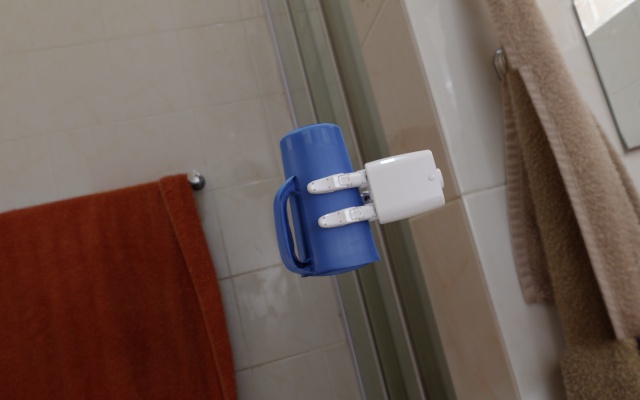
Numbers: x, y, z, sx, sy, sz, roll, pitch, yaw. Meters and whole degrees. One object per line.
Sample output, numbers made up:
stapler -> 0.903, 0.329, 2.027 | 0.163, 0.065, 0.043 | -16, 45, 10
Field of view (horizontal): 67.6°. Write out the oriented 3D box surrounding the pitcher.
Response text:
pitcher -> 0.000, 0.003, 0.787 | 0.145, 0.243, 0.149 | -14, -8, 6
